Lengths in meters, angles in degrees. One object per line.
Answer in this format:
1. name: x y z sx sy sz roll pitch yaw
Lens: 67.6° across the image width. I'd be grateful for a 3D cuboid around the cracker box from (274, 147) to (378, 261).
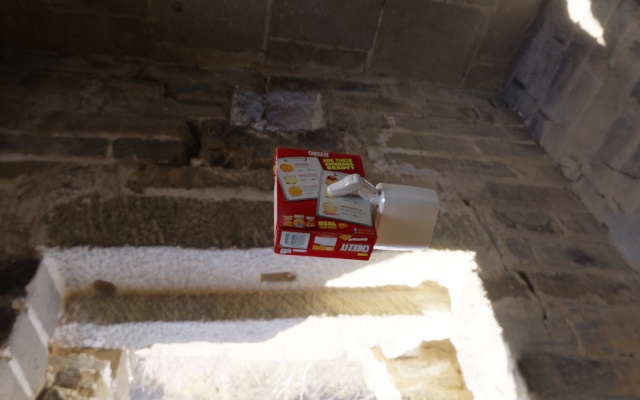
1. cracker box: 0.000 0.003 0.843 0.164 0.072 0.213 5 42 -10
